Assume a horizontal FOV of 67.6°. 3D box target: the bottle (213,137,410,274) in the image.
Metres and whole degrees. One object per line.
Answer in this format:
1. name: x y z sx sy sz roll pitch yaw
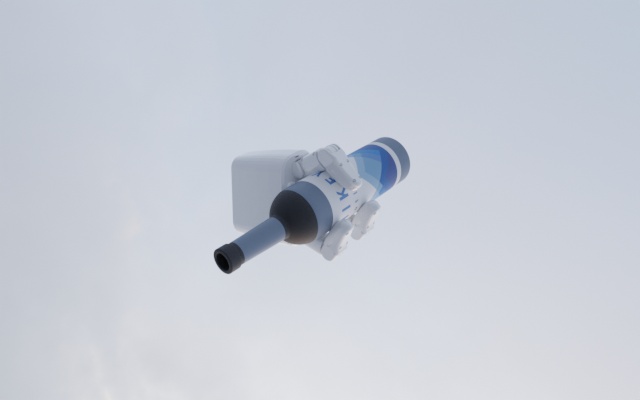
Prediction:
1. bottle: 0.000 0.002 0.552 0.069 0.069 0.295 0 23 44
